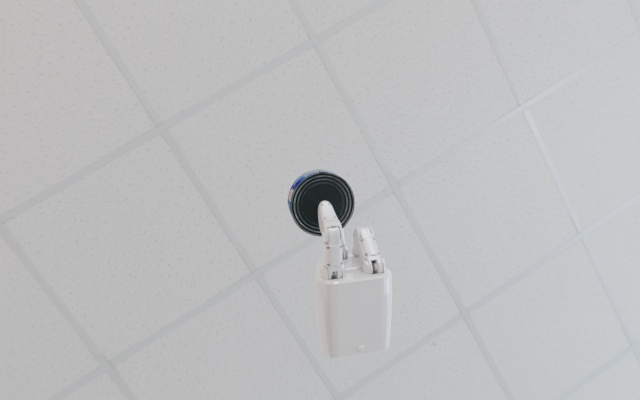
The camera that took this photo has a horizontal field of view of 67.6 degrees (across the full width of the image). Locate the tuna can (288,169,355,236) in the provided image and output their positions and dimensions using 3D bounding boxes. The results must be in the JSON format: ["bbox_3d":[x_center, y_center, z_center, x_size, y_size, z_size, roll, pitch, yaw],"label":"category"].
[{"bbox_3d":[0.000,0.002,0.634,0.086,0.086,0.033,0,13,-12],"label":"tuna can"}]
